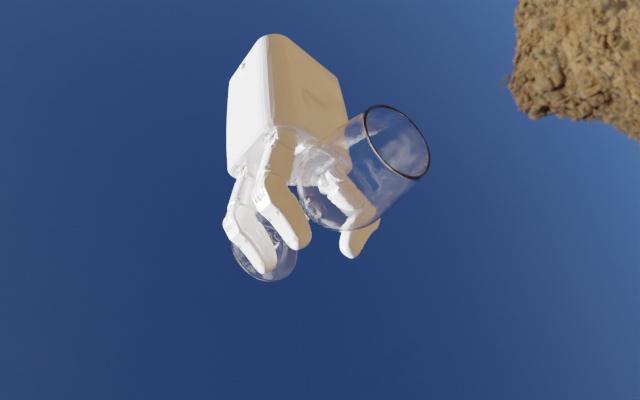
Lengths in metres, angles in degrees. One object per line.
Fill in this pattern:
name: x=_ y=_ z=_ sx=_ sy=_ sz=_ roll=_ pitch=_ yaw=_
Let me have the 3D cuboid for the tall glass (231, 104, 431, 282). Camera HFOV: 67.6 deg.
tall glass: x=0.000 y=0.002 z=0.407 sx=0.079 sy=0.079 sz=0.201 roll=0 pitch=-26 yaw=-38
